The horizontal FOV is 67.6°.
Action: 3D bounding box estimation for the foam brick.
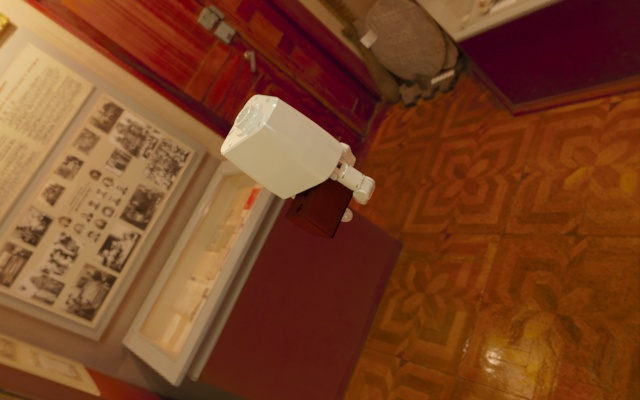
[{"bbox_3d":[0.000,0.002,0.618,0.051,0.078,0.053,35,-19,-29],"label":"foam brick"}]
